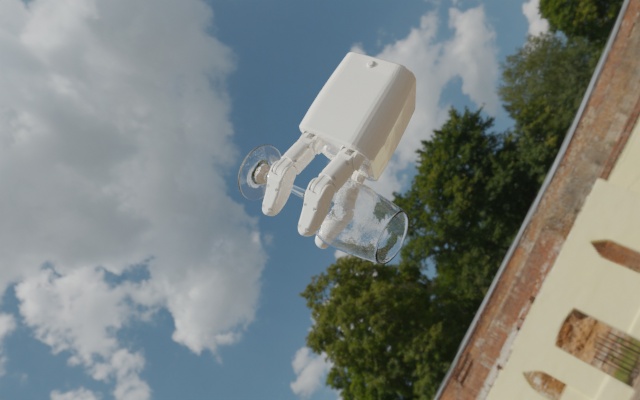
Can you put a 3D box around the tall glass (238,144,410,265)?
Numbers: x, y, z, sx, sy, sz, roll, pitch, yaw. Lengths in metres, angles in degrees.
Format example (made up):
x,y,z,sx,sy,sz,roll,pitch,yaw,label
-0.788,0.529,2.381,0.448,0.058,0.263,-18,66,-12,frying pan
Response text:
x,y,z,sx,sy,sz,roll,pitch,yaw,label
0.000,0.002,0.545,0.201,0.079,0.079,27,15,32,tall glass
